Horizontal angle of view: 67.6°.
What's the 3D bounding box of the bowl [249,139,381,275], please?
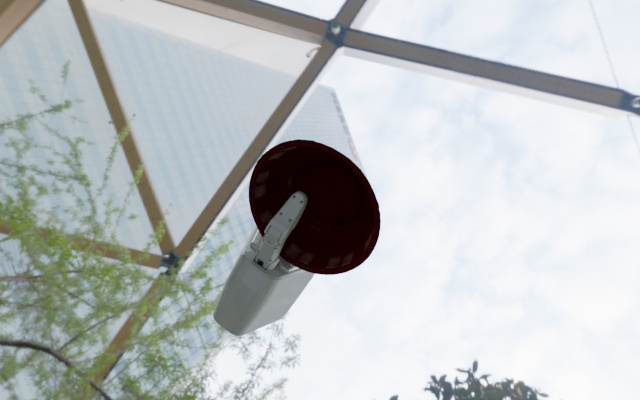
[{"bbox_3d":[0.001,0.001,0.543,0.162,0.162,0.055,0,23,29],"label":"bowl"}]
